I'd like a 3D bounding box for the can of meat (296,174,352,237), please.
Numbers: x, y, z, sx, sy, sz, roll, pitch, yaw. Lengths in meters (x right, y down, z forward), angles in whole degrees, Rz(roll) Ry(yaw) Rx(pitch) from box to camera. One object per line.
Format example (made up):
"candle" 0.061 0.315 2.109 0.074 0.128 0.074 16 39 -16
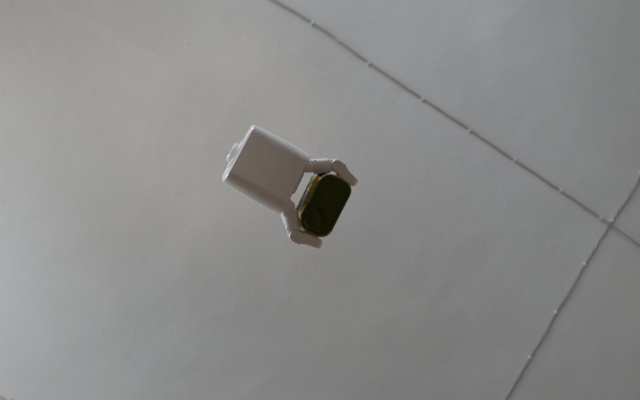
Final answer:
"can of meat" 0.000 0.003 0.808 0.057 0.102 0.084 26 2 -15
